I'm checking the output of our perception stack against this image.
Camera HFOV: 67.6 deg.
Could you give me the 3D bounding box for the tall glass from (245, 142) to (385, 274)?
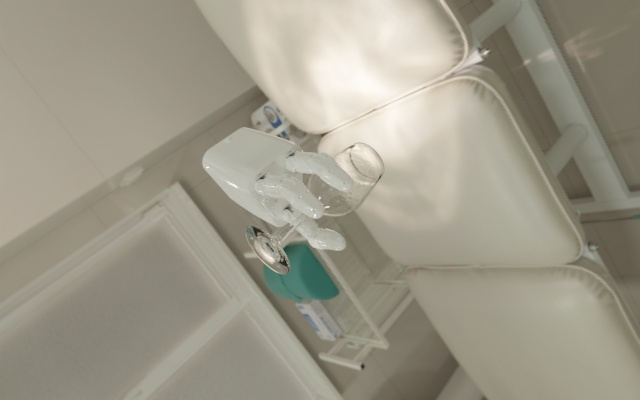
[{"bbox_3d":[0.000,0.003,0.617,0.201,0.079,0.079,-41,23,-30],"label":"tall glass"}]
